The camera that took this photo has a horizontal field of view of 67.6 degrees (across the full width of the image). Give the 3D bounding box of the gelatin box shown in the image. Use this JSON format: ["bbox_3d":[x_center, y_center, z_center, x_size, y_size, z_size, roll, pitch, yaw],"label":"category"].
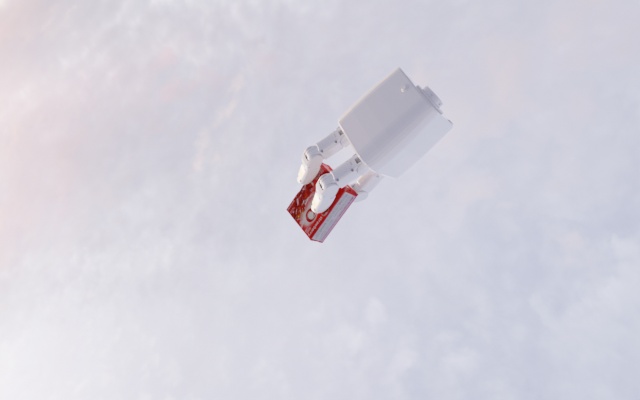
[{"bbox_3d":[0.000,0.003,0.668,0.030,0.089,0.073,20,21,-45],"label":"gelatin box"}]
